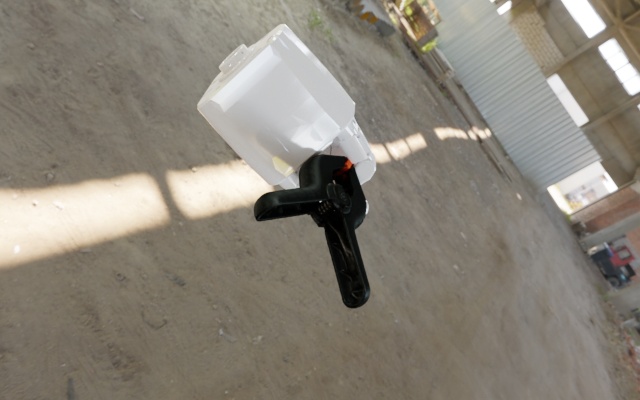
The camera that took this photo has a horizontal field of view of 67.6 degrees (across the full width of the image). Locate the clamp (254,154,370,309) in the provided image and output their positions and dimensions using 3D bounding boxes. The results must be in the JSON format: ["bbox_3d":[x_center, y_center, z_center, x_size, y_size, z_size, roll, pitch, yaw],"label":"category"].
[{"bbox_3d":[0.001,0.001,0.424,0.039,0.120,0.171,-31,28,23],"label":"clamp"}]
